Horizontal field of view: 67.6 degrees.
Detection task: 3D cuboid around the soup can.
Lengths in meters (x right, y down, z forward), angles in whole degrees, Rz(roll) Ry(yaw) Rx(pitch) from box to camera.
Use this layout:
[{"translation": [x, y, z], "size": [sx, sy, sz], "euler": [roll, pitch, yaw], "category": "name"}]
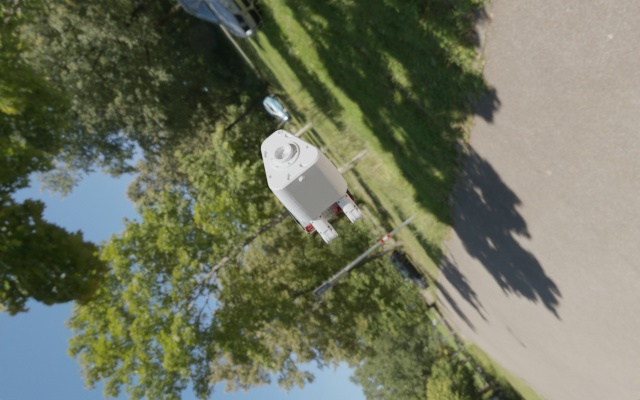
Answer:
[{"translation": [0.000, 0.003, 0.827], "size": [0.102, 0.068, 0.068], "euler": [-38, -2, 3], "category": "soup can"}]
